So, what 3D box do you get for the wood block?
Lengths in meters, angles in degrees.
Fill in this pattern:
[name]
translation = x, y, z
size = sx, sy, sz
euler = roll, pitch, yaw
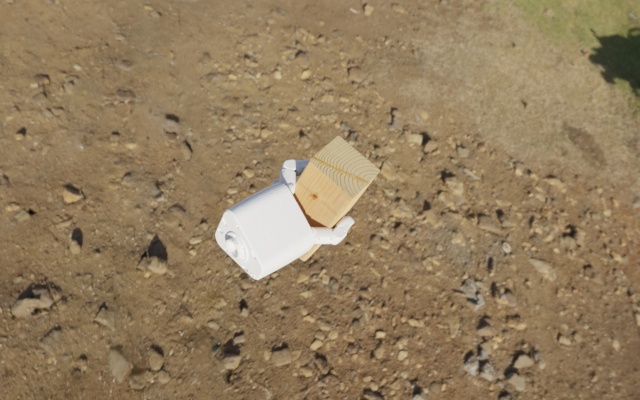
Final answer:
[wood block]
translation = 0.000, 0.003, 0.811
size = 0.090, 0.091, 0.206
euler = -44, -8, -41
